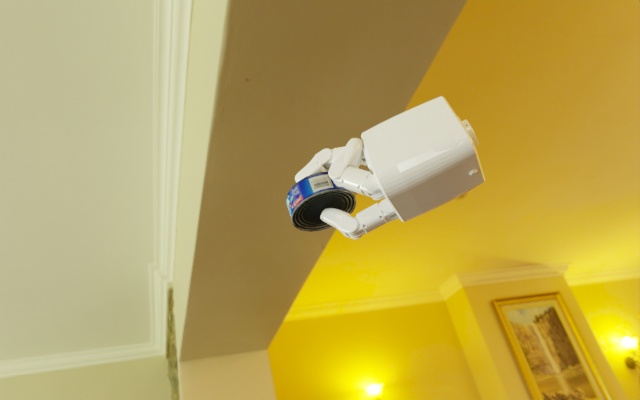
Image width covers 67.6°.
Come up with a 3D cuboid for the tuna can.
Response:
[{"bbox_3d":[0.000,0.002,0.612,0.086,0.033,0.086,-15,-33,-10],"label":"tuna can"}]
